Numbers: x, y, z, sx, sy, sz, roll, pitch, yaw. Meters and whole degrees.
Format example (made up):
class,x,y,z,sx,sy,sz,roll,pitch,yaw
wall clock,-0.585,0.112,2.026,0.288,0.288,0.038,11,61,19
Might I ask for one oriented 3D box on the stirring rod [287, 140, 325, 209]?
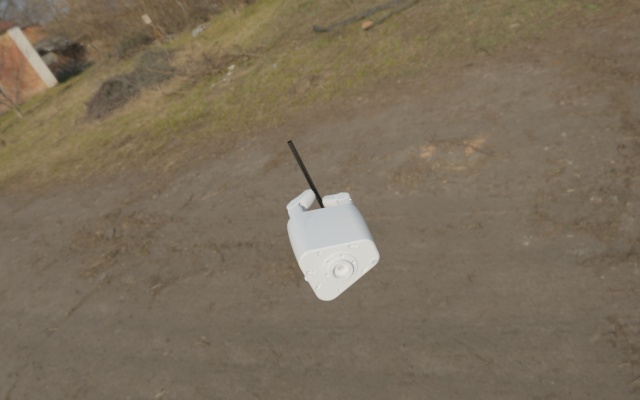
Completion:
class,x,y,z,sx,sy,sz,roll,pitch,yaw
stirring rod,0.000,0.003,0.803,0.011,0.240,0.011,-21,28,12
